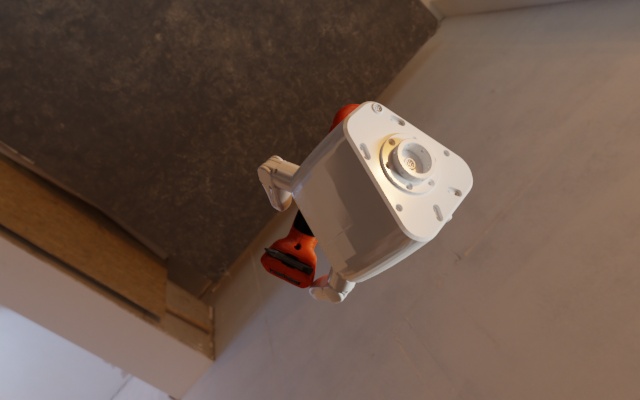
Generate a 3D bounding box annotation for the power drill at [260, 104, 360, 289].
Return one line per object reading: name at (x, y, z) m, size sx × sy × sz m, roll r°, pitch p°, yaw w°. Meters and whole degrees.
power drill at (0.000, 0.002, 0.530) m, size 0.057 × 0.187 × 0.184 m, roll 24°, pitch -13°, yaw 3°
